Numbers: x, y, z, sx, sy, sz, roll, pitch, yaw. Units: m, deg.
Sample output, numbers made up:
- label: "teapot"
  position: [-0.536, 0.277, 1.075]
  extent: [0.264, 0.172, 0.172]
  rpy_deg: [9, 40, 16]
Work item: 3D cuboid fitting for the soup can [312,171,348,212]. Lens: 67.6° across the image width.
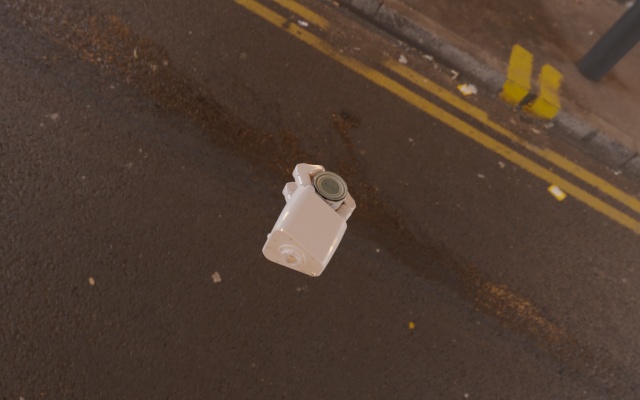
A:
- label: "soup can"
  position: [0.001, 0.002, 0.879]
  extent: [0.068, 0.068, 0.102]
  rpy_deg: [0, -36, -26]
